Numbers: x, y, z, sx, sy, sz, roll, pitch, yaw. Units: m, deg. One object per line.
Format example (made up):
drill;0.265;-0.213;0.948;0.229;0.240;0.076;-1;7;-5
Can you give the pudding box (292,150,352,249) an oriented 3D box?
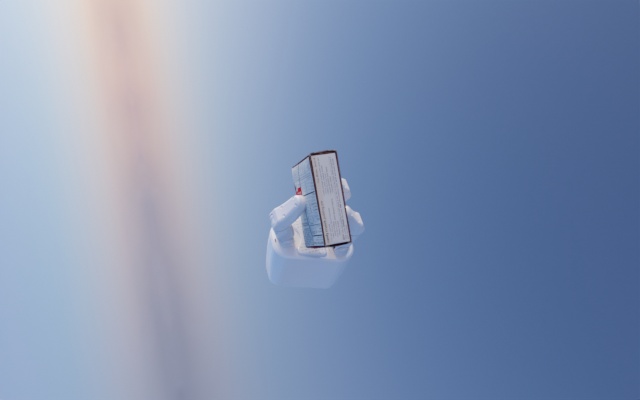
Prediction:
pudding box;0.000;0.002;0.588;0.039;0.113;0.090;-11;-3;-18
